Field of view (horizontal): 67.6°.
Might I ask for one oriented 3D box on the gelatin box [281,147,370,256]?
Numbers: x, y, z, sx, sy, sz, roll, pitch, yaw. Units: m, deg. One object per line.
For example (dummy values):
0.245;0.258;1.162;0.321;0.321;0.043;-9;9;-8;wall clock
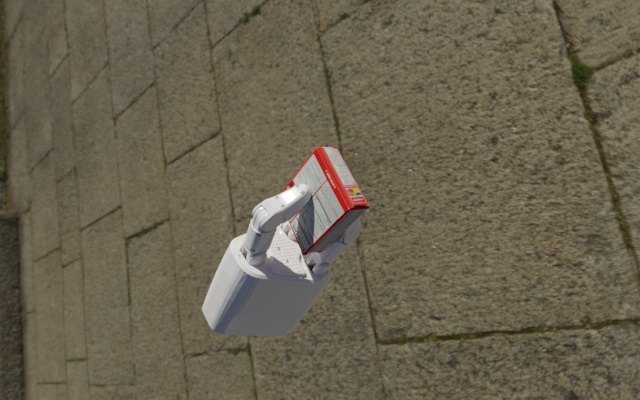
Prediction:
0.000;0.001;0.477;0.030;0.073;0.089;-5;-31;-40;gelatin box
